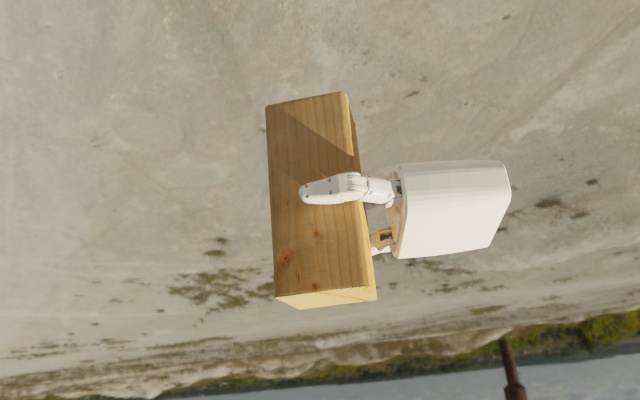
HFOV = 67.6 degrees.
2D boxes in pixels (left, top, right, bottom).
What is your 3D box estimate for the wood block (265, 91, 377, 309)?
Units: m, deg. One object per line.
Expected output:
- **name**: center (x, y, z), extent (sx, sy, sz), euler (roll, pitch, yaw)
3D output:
- **wood block**: center (0.000, 0.002, 0.508), extent (0.090, 0.206, 0.091), euler (-9, -21, 9)
